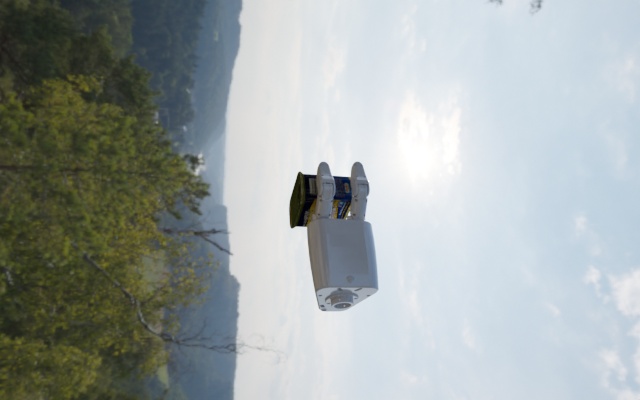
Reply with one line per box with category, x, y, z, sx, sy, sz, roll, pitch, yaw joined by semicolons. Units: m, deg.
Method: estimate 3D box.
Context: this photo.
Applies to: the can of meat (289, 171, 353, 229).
can of meat;0.000;0.002;0.753;0.084;0.057;0.102;3;-35;-13
